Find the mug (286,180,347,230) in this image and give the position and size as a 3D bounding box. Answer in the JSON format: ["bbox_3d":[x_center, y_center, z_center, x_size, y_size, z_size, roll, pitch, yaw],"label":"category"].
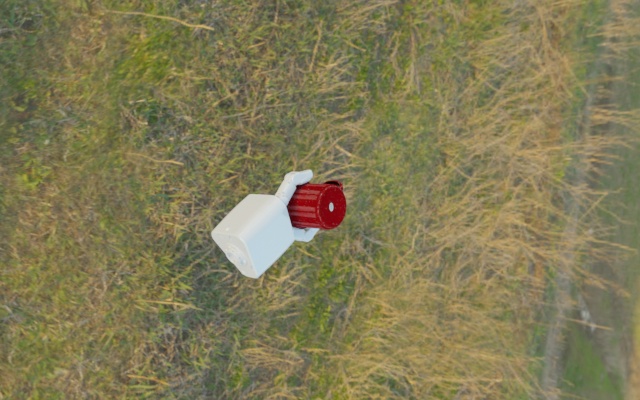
[{"bbox_3d":[0.001,0.002,0.884,0.081,0.093,0.117,4,40,43],"label":"mug"}]
